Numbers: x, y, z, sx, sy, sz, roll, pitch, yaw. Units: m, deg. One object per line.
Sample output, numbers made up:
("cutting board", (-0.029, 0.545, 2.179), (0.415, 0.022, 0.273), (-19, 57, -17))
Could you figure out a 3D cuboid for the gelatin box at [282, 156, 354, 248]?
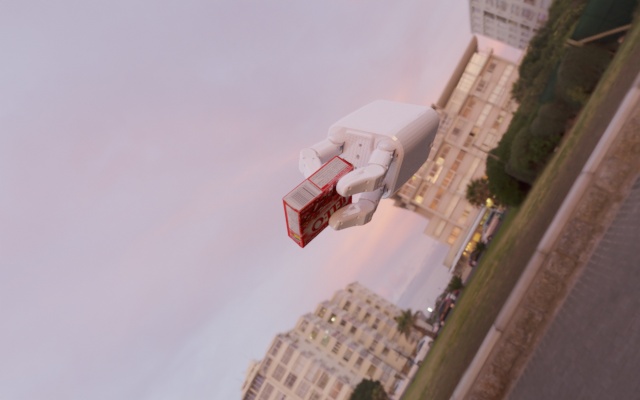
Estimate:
("gelatin box", (0.000, 0.002, 0.544), (0.030, 0.073, 0.089), (37, 62, 26))
